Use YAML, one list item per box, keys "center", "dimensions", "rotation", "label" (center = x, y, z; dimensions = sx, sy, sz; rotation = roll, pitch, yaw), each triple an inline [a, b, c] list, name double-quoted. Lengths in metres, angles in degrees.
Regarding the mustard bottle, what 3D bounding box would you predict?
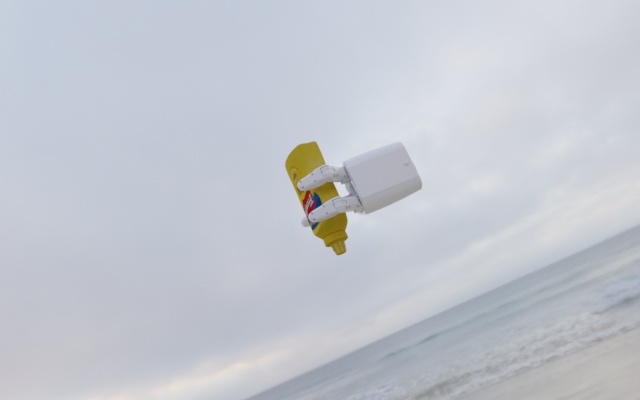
- center: [0.000, 0.003, 0.809]
  dimensions: [0.058, 0.191, 0.096]
  rotation: [-14, -20, -26]
  label: "mustard bottle"
